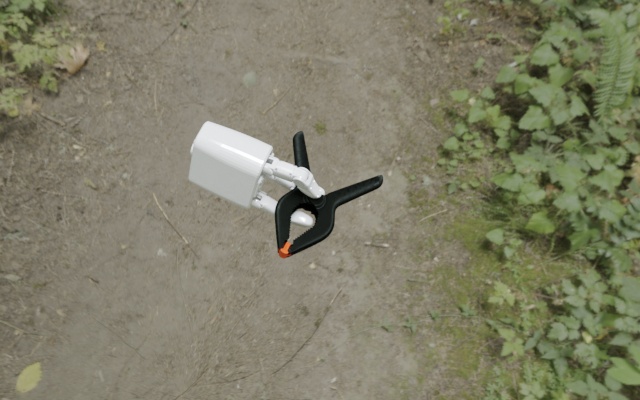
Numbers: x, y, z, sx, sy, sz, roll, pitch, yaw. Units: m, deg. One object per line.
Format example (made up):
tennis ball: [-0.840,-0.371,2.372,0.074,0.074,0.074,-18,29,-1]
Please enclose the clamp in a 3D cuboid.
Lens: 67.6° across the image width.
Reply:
clamp: [0.000,0.002,0.748,0.164,0.210,0.036,22,-26,0]
